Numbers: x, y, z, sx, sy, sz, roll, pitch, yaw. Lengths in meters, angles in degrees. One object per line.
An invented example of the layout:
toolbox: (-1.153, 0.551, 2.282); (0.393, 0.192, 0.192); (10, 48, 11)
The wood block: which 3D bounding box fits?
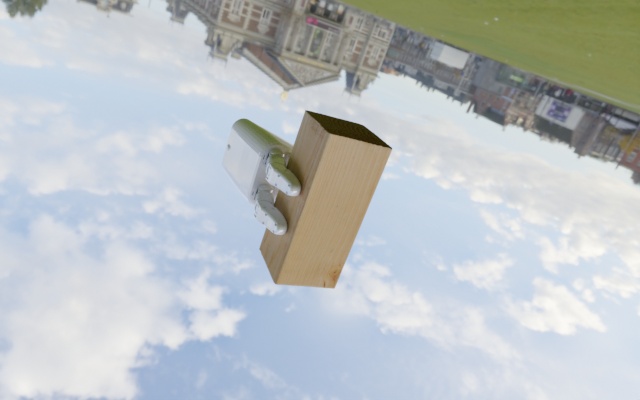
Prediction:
wood block: (0.000, 0.002, 0.619); (0.091, 0.206, 0.090); (9, 24, -27)
